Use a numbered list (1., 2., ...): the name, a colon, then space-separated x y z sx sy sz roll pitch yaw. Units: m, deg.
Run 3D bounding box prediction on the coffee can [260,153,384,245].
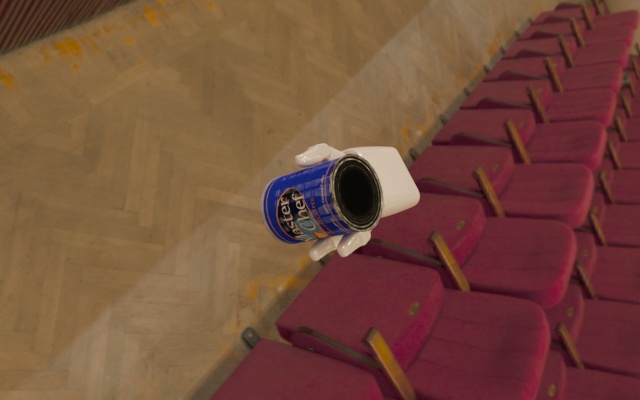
1. coffee can: 0.000 0.002 0.657 0.103 0.103 0.140 0 -10 -45
